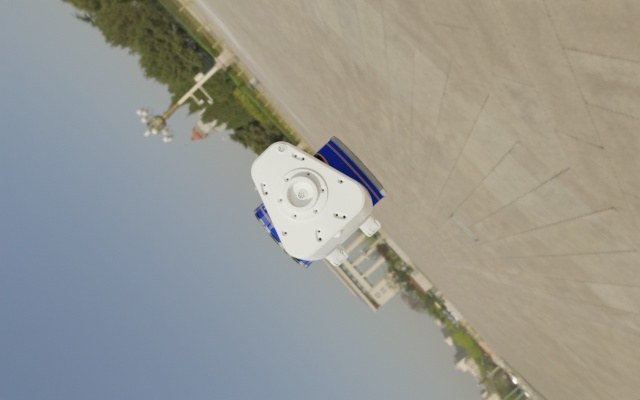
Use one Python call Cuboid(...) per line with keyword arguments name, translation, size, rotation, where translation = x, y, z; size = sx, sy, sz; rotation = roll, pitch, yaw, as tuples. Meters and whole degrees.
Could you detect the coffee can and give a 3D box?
Cuboid(name="coffee can", translation=(0.000, 0.002, 0.614), size=(0.140, 0.103, 0.103), rotation=(-43, -2, 2))
